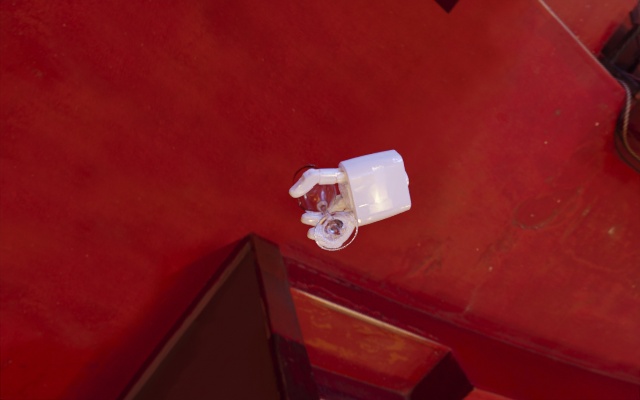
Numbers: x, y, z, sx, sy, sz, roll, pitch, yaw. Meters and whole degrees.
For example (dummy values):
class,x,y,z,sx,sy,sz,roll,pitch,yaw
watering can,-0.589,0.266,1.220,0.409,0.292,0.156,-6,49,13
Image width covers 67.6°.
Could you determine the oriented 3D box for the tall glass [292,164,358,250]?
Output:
class,x,y,z,sx,sy,sz,roll,pitch,yaw
tall glass,0.000,0.003,0.853,0.079,0.079,0.201,0,28,-17
